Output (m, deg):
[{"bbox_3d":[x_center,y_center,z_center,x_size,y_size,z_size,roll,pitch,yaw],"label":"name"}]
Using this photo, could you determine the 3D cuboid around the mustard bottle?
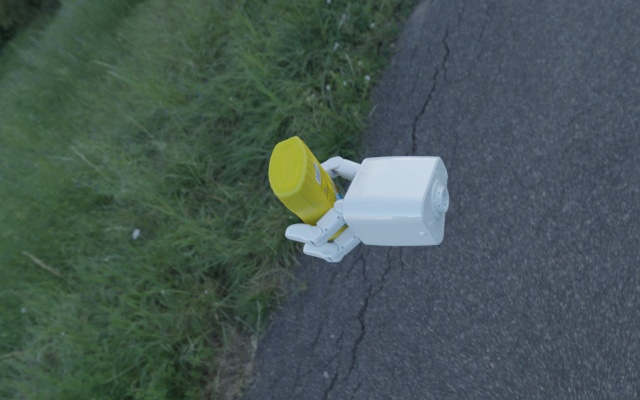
[{"bbox_3d":[0.000,0.002,0.669,0.058,0.096,0.192,-21,-39,17],"label":"mustard bottle"}]
